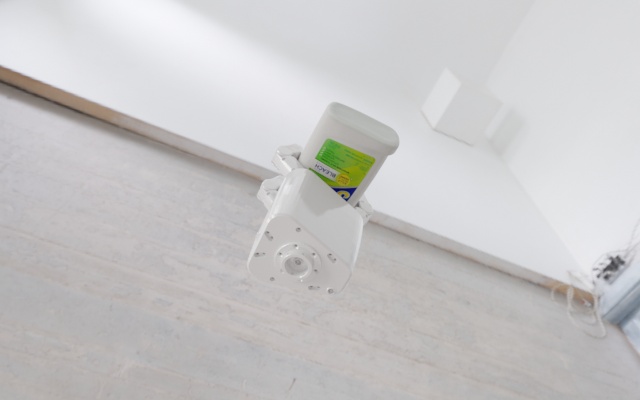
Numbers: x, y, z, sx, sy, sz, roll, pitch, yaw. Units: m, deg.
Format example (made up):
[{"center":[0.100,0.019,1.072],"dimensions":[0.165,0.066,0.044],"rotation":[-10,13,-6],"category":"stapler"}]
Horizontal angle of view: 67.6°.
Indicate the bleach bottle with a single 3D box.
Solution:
[{"center":[0.000,0.002,0.632],"dimensions":[0.102,0.251,0.068],"rotation":[25,29,-5],"category":"bleach bottle"}]
